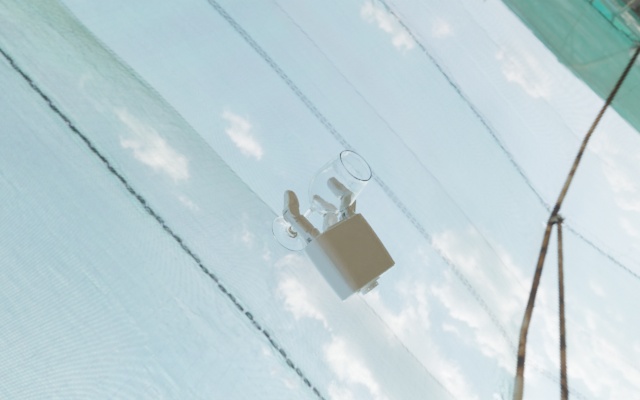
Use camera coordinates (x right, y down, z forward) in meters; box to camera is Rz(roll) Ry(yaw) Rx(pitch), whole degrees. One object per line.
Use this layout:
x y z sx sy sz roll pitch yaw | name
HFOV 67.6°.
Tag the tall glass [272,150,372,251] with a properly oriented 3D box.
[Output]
0.000 0.003 0.799 0.079 0.079 0.201 0 -36 -43 | tall glass
